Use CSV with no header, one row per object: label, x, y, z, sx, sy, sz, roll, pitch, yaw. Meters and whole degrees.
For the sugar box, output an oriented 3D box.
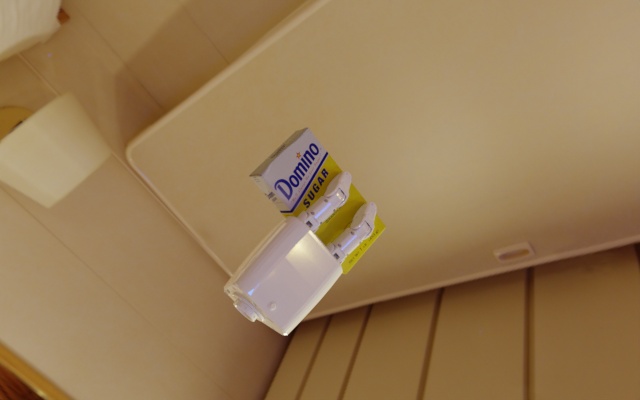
sugar box,0.000,0.002,0.625,0.093,0.176,0.048,-47,22,-21
